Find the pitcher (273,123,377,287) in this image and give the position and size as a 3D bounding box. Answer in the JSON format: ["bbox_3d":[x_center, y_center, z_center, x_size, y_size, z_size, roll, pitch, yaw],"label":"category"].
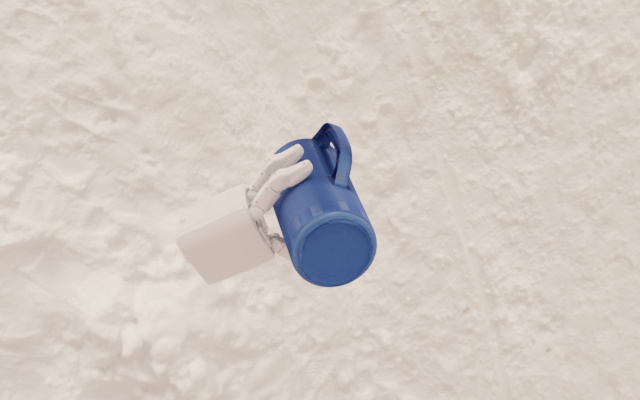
[{"bbox_3d":[0.000,0.002,0.672,0.145,0.149,0.242,-24,28,0],"label":"pitcher"}]
